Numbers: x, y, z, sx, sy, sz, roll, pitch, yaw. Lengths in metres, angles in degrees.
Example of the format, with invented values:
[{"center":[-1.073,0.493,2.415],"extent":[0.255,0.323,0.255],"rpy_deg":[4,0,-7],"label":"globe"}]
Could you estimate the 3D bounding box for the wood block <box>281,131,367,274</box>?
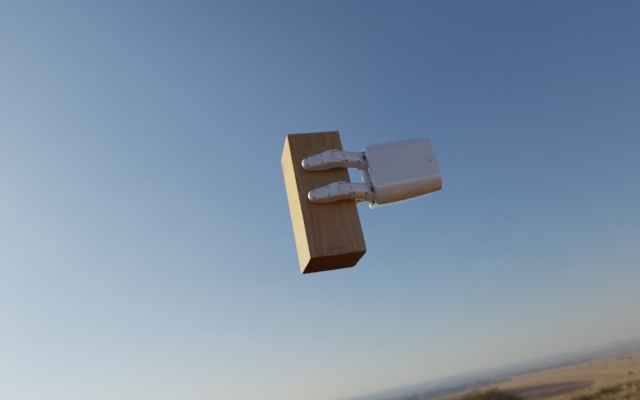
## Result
[{"center":[0.000,0.002,0.766],"extent":[0.090,0.206,0.091],"rpy_deg":[-6,-23,-13],"label":"wood block"}]
